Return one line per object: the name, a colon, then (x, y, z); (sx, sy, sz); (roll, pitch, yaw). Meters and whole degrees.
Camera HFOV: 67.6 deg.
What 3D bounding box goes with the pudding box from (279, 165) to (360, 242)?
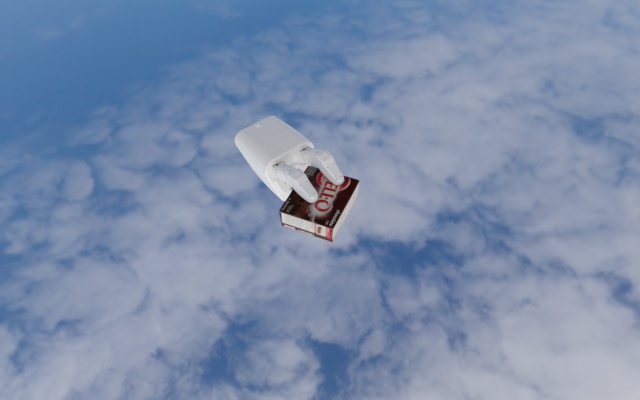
pudding box: (0.000, 0.003, 0.743); (0.090, 0.113, 0.039); (17, -38, 17)
